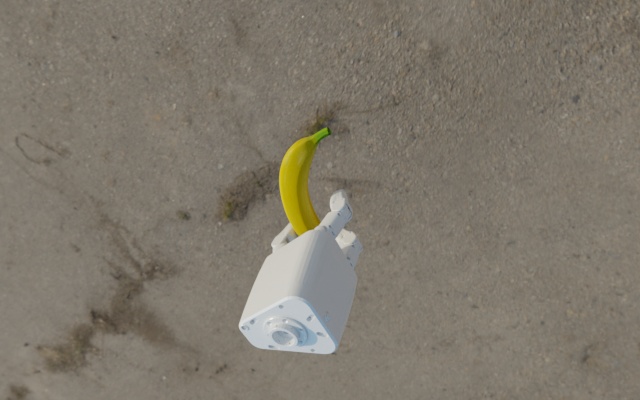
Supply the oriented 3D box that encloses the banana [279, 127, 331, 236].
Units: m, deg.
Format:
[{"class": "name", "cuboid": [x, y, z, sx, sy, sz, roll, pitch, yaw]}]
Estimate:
[{"class": "banana", "cuboid": [-0.018, -0.002, 0.632, 0.069, 0.198, 0.037, 4, 35, 11]}]
